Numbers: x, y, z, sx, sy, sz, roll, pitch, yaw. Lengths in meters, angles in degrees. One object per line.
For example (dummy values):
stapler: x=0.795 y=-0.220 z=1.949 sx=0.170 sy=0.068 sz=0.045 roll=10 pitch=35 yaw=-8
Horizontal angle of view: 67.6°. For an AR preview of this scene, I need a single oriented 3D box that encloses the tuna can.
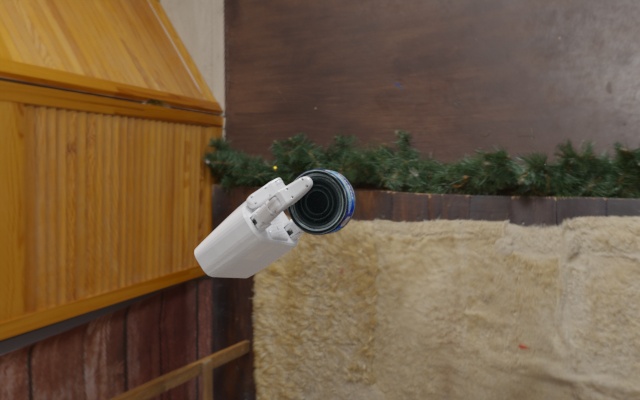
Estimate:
tuna can: x=0.000 y=0.002 z=0.621 sx=0.086 sy=0.086 sz=0.034 roll=0 pitch=1 yaw=21
